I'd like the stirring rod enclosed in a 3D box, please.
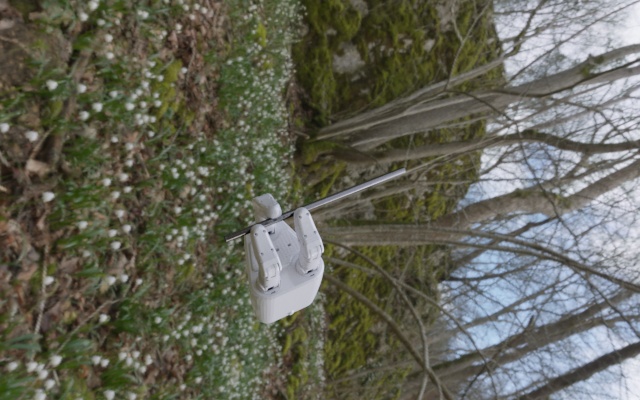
[{"bbox_3d":[0.000,0.002,0.570,0.239,0.011,0.011,-21,7,-19],"label":"stirring rod"}]
